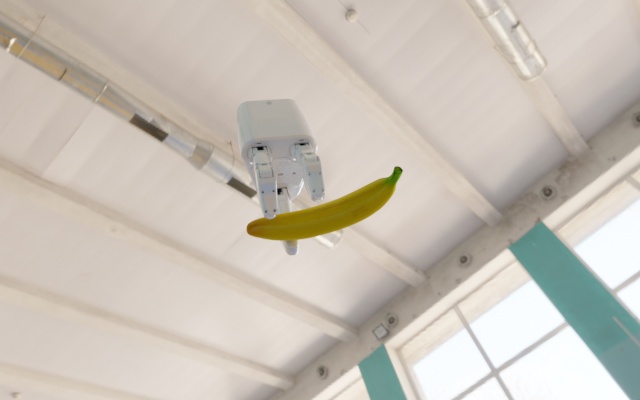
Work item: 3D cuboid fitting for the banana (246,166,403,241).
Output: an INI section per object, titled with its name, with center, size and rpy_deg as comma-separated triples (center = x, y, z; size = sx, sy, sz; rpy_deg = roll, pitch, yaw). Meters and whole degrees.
[banana]
center = 0.009, 0.012, 0.584
size = 0.198, 0.037, 0.070
rpy_deg = -23, -43, 6
